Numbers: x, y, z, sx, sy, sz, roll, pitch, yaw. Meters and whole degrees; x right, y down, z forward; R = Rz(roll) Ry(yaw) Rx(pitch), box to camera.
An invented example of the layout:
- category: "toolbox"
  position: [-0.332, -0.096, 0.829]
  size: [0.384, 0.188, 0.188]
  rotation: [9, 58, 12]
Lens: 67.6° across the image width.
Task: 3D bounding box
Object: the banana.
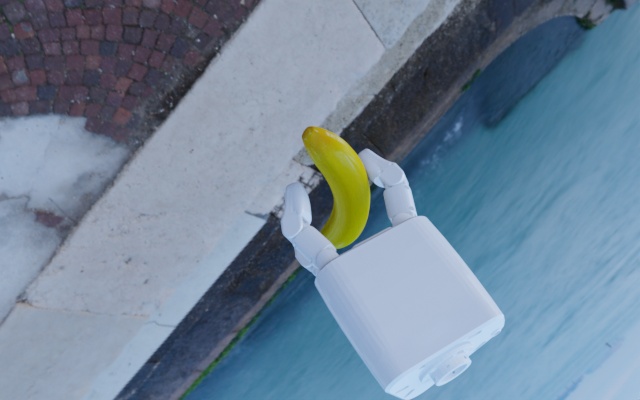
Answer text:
- category: "banana"
  position: [0.017, -0.001, 0.475]
  size: [0.069, 0.037, 0.198]
  rotation: [-16, -36, -14]
